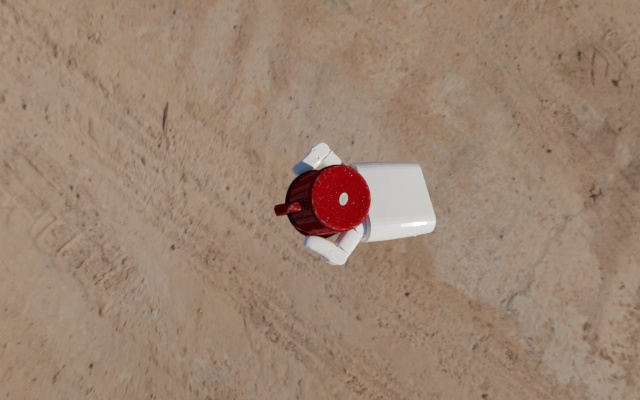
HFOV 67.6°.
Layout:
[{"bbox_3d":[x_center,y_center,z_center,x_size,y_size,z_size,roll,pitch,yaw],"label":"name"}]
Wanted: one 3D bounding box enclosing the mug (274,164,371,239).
[{"bbox_3d":[-0.001,0.002,0.593,0.117,0.093,0.081,-7,-4,-21],"label":"mug"}]
